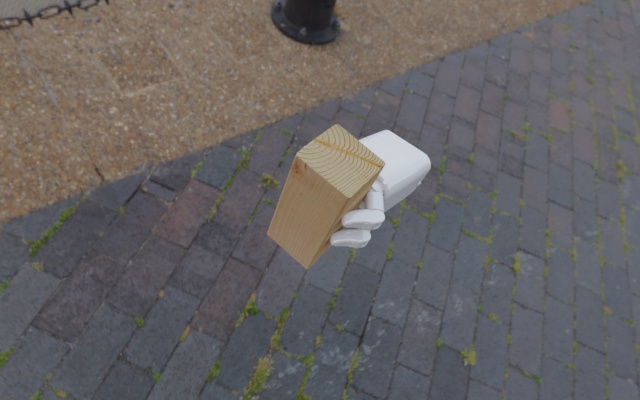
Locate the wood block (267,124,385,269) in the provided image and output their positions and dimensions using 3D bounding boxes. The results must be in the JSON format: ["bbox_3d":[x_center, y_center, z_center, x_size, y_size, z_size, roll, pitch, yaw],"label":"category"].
[{"bbox_3d":[0.000,0.002,0.694,0.090,0.091,0.206,-42,-13,-35],"label":"wood block"}]
